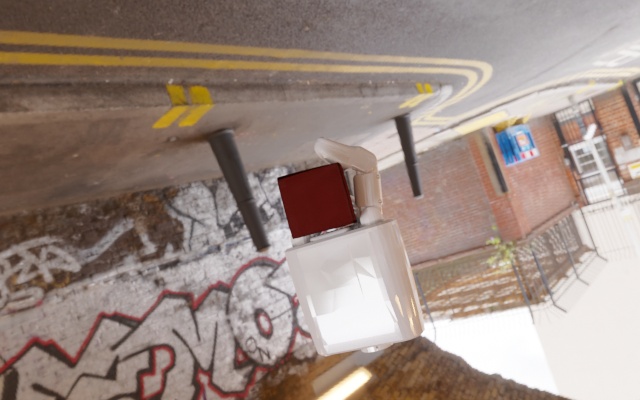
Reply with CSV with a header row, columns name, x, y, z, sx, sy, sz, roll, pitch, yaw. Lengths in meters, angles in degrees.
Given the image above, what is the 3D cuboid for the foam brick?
name,x,y,z,sx,sy,sz,roll,pitch,yaw
foam brick,0.000,0.001,0.411,0.053,0.051,0.078,-14,-4,6
